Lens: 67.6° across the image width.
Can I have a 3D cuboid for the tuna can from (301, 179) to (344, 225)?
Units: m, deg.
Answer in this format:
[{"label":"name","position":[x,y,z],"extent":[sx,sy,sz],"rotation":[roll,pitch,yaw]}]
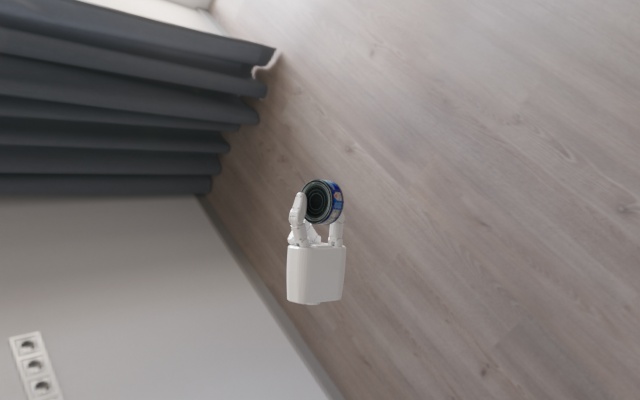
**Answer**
[{"label":"tuna can","position":[0.000,0.003,0.894],"extent":[0.086,0.086,0.034],"rotation":[0,-4,41]}]
